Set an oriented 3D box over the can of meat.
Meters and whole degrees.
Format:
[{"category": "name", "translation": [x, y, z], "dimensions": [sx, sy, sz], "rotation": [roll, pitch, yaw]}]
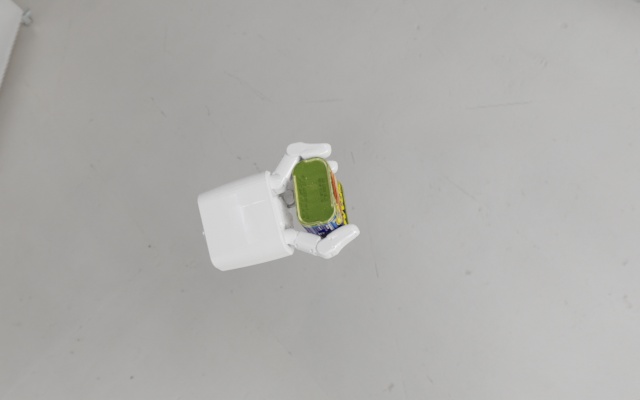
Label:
[{"category": "can of meat", "translation": [0.000, 0.002, 0.651], "dimensions": [0.057, 0.102, 0.084], "rotation": [-13, -25, 10]}]
